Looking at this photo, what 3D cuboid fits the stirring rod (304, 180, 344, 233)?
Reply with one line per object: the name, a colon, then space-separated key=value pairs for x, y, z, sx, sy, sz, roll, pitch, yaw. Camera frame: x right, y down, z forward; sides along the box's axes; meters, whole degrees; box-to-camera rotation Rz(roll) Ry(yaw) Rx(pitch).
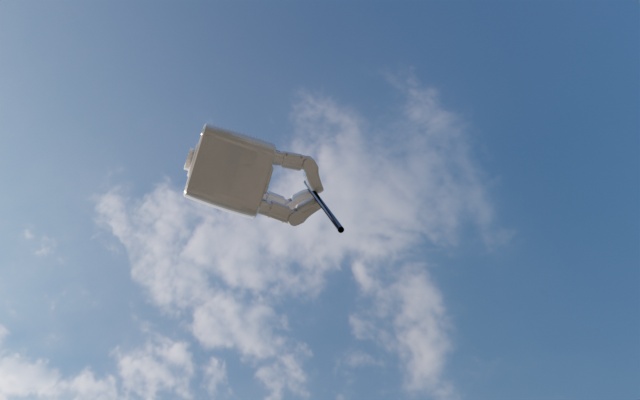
stirring rod: x=0.000 y=0.002 z=0.676 sx=0.011 sy=0.011 sz=0.239 roll=0 pitch=16 yaw=-12
